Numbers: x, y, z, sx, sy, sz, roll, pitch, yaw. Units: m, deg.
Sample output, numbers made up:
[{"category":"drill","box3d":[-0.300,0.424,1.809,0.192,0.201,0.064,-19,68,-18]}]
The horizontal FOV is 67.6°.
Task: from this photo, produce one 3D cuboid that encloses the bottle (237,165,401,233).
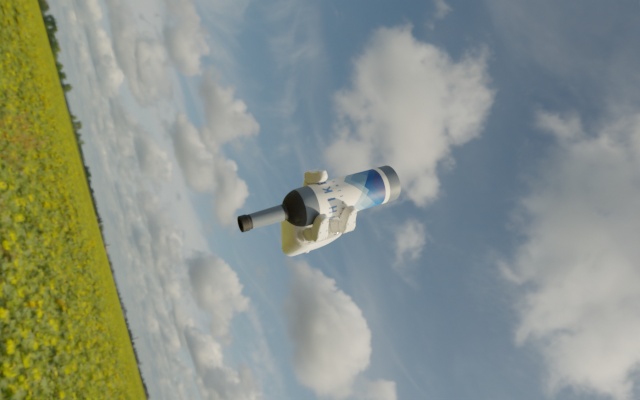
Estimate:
[{"category":"bottle","box3d":[0.000,0.003,0.825,0.295,0.069,0.069,-15,6,-25]}]
